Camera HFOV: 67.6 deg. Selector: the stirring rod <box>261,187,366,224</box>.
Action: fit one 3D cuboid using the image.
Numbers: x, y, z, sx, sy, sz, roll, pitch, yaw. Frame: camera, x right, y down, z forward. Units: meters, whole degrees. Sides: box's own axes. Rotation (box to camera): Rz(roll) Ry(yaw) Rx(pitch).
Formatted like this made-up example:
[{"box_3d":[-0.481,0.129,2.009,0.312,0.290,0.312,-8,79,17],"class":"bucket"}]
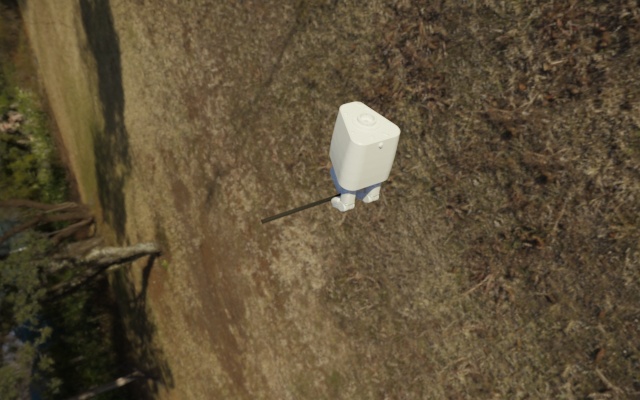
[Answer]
[{"box_3d":[0.000,0.003,0.898,0.239,0.011,0.011,-18,8,-24],"class":"stirring rod"}]
